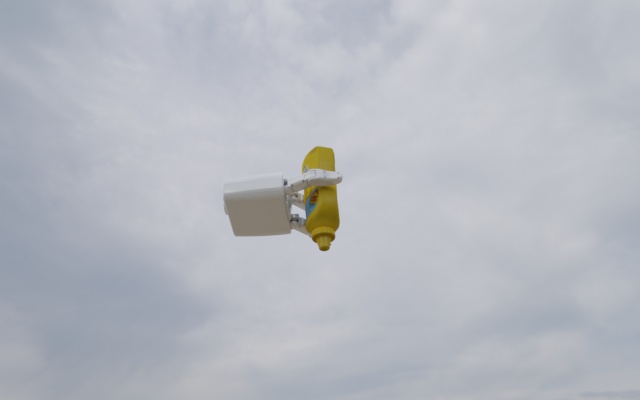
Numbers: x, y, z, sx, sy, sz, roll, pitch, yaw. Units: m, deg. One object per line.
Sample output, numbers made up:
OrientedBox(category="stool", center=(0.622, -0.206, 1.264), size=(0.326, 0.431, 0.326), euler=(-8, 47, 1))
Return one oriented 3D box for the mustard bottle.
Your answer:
OrientedBox(category="mustard bottle", center=(0.000, 0.003, 0.852), size=(0.058, 0.191, 0.096), euler=(8, -36, -17))
